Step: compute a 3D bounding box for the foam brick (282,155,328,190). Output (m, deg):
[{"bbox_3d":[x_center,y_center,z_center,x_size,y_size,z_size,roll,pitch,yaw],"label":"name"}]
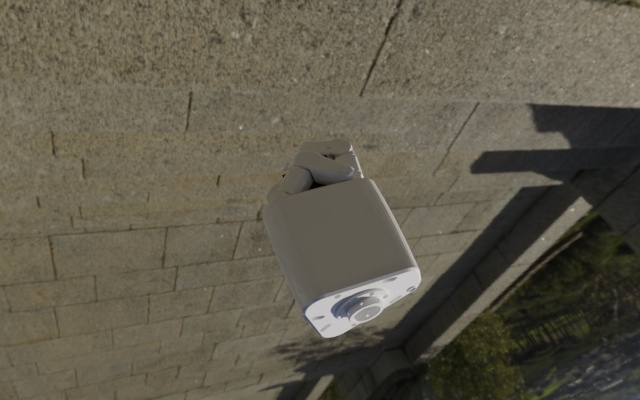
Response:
[{"bbox_3d":[0.000,0.002,0.507,0.053,0.051,0.078,-25,-35,0],"label":"foam brick"}]
